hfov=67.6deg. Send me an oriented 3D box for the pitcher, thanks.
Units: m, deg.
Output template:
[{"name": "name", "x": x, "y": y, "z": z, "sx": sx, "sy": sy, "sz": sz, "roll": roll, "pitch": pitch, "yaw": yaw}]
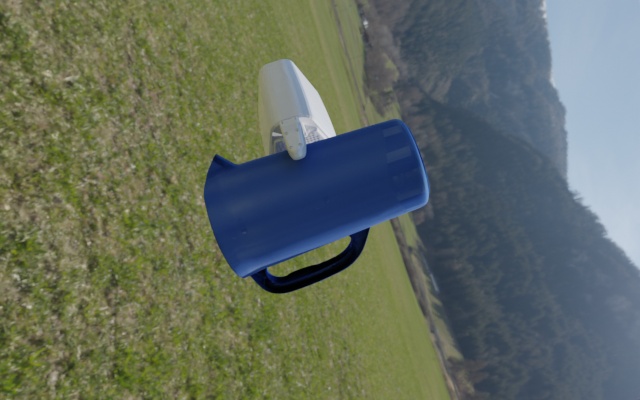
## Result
[{"name": "pitcher", "x": 0.000, "y": 0.002, "z": 0.566, "sx": 0.243, "sy": 0.145, "sz": 0.149, "roll": -19, "pitch": -30, "yaw": 3}]
